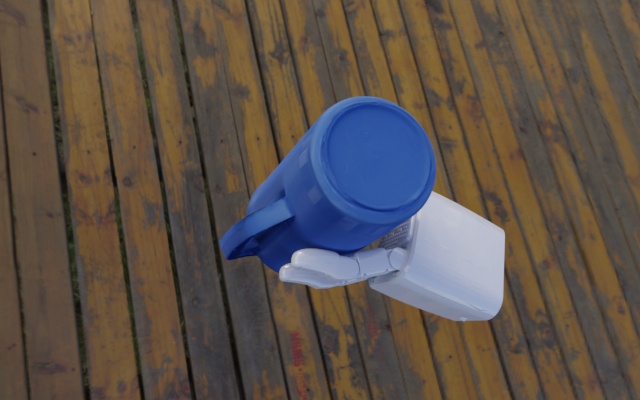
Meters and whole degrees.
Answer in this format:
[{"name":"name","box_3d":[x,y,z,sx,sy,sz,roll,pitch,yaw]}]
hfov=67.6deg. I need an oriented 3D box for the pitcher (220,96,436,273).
[{"name":"pitcher","box_3d":[0.000,0.002,0.471,0.145,0.149,0.243,25,-21,-9]}]
